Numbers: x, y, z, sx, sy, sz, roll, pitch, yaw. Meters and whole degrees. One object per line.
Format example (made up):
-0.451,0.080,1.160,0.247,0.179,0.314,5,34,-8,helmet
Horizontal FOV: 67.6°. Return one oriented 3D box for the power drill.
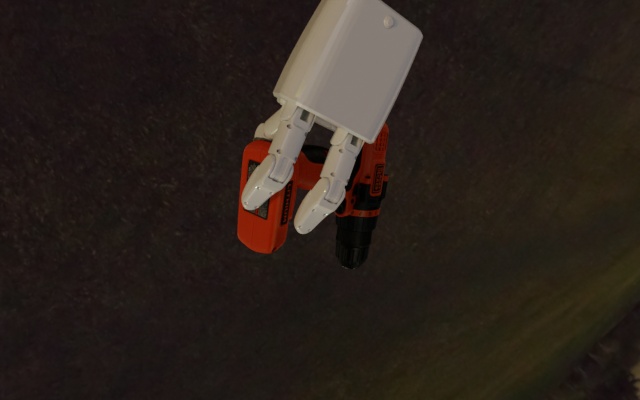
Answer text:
0.000,0.001,0.513,0.057,0.184,0.187,17,17,38,power drill
